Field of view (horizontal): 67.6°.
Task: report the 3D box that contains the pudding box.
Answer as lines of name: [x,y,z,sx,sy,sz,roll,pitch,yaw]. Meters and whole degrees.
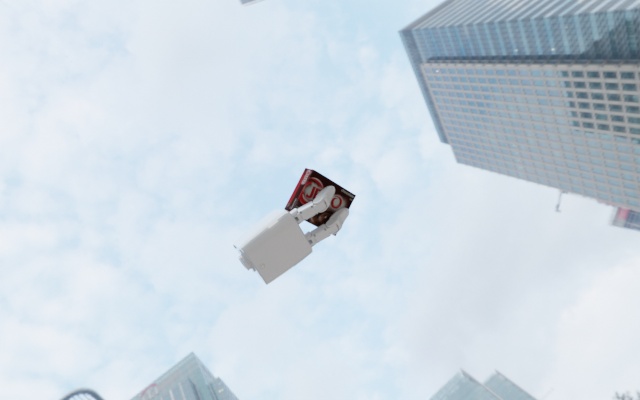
pudding box: [0.000,0.003,0.899,0.113,0.090,0.039,29,-4,-33]
